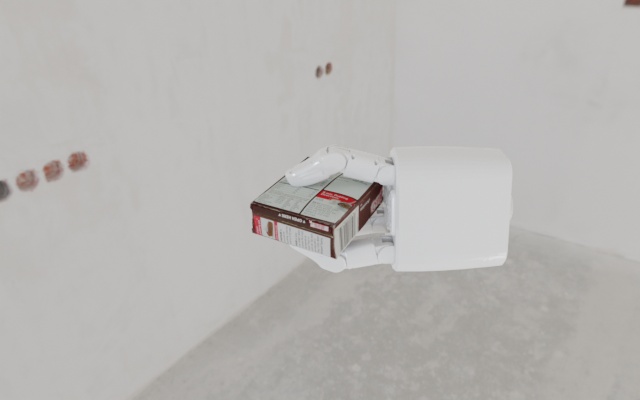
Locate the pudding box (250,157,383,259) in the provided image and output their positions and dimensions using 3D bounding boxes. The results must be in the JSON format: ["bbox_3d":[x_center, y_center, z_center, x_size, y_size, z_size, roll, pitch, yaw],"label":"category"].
[{"bbox_3d":[0.000,0.001,0.463,0.090,0.039,0.113,14,32,25],"label":"pudding box"}]
